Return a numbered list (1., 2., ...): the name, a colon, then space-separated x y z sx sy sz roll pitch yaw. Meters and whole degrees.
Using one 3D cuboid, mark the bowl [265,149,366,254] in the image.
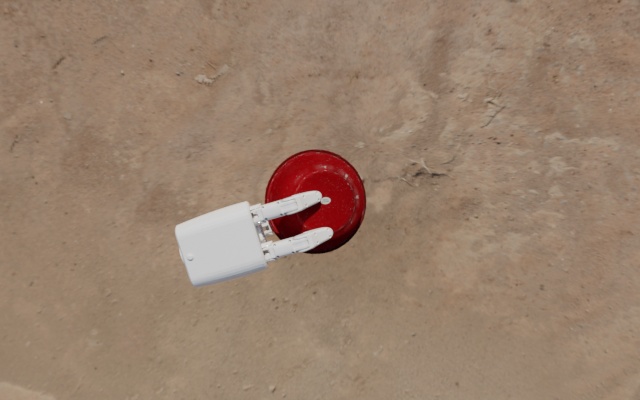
1. bowl: 0.001 0.002 0.711 0.162 0.162 0.055 0 1 -14
